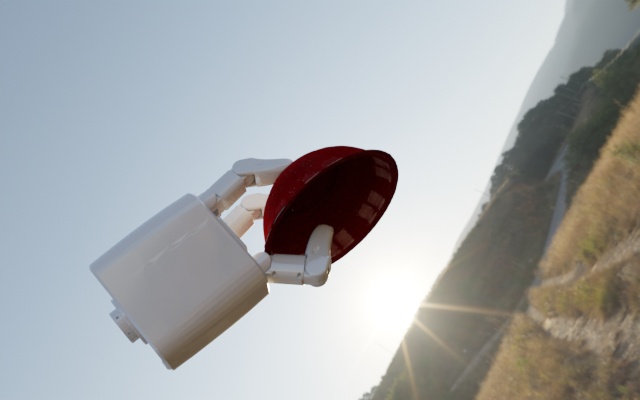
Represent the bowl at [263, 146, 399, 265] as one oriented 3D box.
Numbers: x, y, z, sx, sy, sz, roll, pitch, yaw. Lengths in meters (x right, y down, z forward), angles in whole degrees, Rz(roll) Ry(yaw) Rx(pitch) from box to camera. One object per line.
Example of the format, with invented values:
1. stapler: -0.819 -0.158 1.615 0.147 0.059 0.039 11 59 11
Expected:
1. bowl: 0.001 0.001 0.477 0.162 0.162 0.055 0 39 -48
